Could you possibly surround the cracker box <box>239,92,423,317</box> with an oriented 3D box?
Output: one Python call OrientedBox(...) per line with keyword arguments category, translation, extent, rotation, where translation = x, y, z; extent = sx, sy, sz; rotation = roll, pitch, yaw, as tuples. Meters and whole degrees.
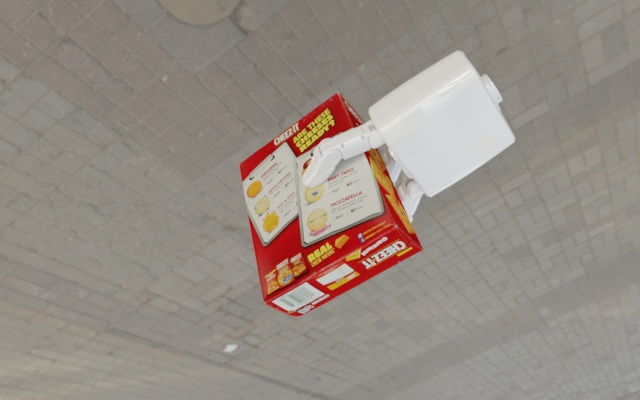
OrientedBox(category="cracker box", translation=(0.000, 0.002, 0.552), extent=(0.164, 0.213, 0.072), rotation=(-33, -43, 17))
